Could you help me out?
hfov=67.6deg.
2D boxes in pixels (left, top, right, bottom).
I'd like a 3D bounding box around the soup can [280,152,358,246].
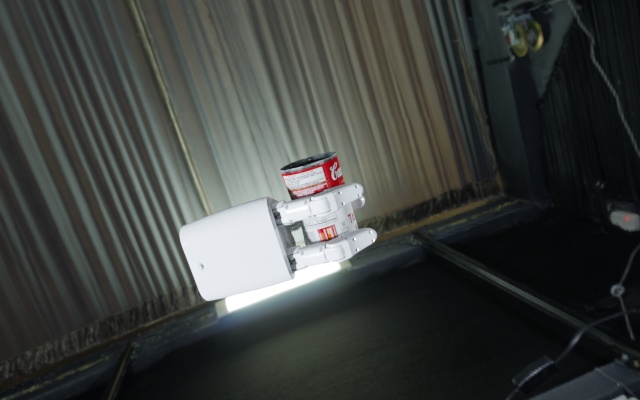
[{"bbox_3d":[0.001,0.002,0.558,0.068,0.102,0.068,-17,12,4],"label":"soup can"}]
